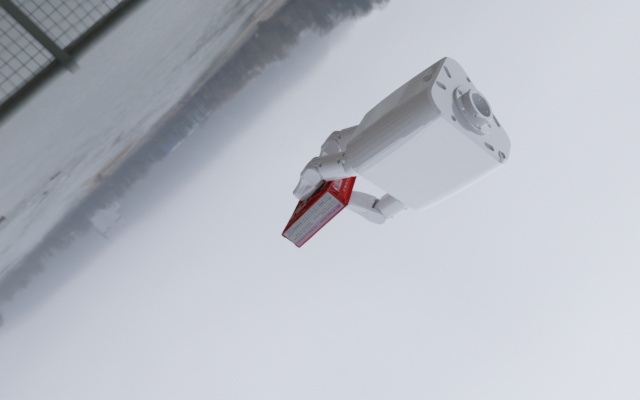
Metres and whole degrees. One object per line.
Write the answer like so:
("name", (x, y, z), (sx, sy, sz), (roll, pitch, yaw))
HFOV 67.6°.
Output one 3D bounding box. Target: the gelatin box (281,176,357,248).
("gelatin box", (0.000, 0.002, 0.538), (0.089, 0.030, 0.073), (-45, 12, 33))
